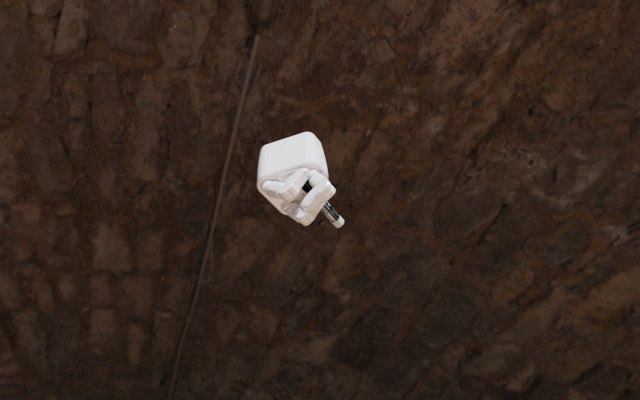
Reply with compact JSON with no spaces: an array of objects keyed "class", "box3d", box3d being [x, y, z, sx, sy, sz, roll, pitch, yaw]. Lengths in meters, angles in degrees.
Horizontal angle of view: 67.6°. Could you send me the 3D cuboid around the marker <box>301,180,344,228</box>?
[{"class":"marker","box3d":[0.000,0.003,0.797,0.020,0.020,0.121,0,-38,45]}]
